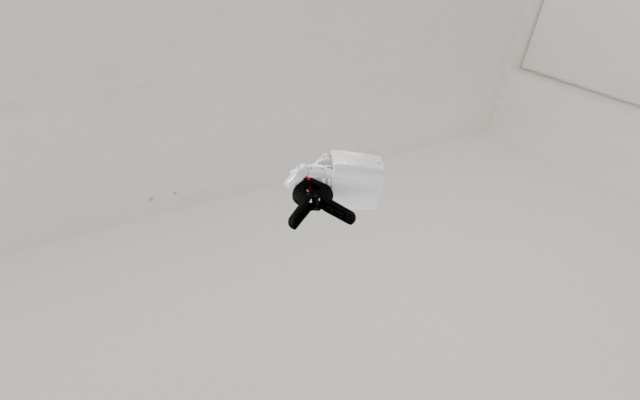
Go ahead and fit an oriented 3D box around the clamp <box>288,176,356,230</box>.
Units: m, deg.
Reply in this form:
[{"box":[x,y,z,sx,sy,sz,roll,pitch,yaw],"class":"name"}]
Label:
[{"box":[0.000,0.003,0.898,0.120,0.039,0.171,5,31,-6],"class":"clamp"}]
